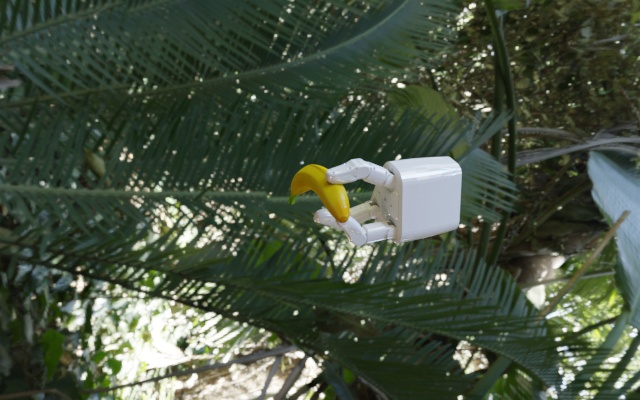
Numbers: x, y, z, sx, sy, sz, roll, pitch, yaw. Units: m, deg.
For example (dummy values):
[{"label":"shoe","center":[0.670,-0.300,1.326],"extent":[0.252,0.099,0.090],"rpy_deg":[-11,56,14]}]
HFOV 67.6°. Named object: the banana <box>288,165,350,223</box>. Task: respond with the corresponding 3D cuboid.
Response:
[{"label":"banana","center":[-0.002,-0.017,0.695],"extent":[0.037,0.069,0.198],"rpy_deg":[-6,9,-22]}]
